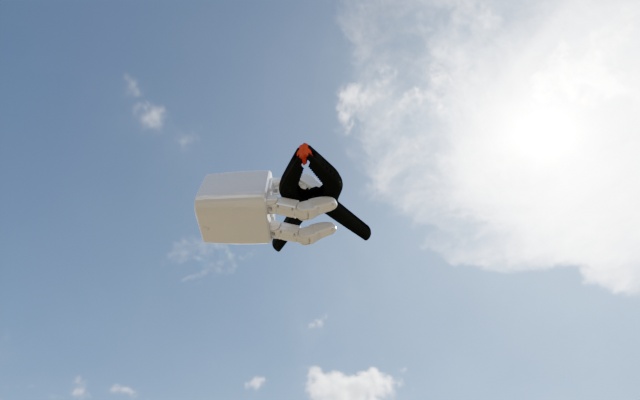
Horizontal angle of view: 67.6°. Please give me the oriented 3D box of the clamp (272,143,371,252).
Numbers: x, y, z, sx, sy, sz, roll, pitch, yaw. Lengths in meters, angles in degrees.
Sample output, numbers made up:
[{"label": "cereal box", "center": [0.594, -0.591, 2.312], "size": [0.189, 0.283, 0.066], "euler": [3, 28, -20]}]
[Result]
[{"label": "clamp", "center": [0.000, 0.001, 0.733], "size": [0.164, 0.210, 0.036], "euler": [-3, 44, -2]}]
